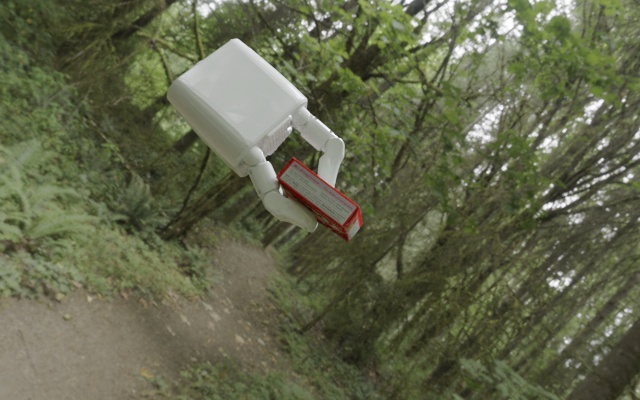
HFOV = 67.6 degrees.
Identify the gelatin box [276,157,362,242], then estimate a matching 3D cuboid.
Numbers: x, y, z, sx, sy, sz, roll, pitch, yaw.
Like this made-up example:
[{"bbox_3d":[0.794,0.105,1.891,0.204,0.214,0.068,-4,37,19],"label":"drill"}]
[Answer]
[{"bbox_3d":[0.001,0.001,0.500,0.089,0.030,0.073,36,-9,15],"label":"gelatin box"}]
